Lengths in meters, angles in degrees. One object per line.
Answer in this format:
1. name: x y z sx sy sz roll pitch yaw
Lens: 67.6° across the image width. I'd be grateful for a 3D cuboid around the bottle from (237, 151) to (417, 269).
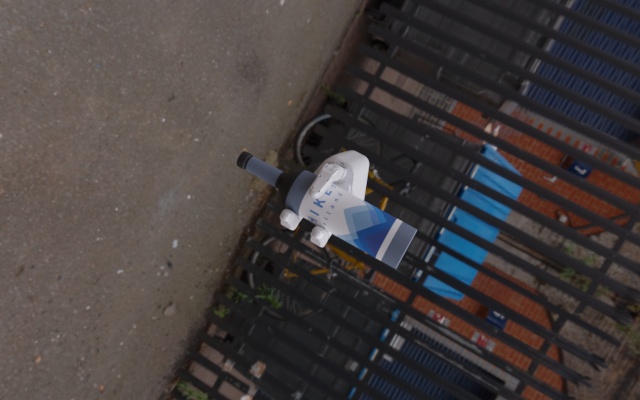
1. bottle: 0.000 0.003 0.731 0.295 0.069 0.069 29 6 12
